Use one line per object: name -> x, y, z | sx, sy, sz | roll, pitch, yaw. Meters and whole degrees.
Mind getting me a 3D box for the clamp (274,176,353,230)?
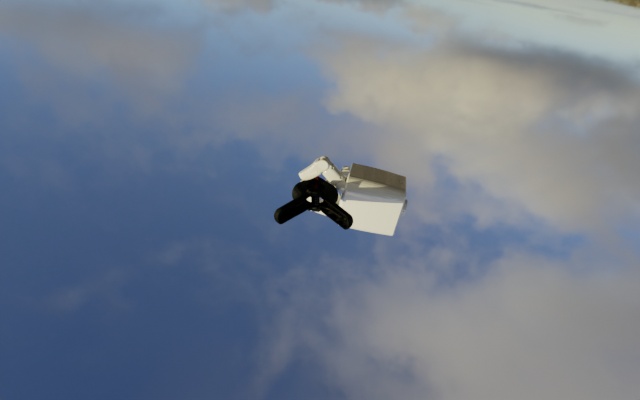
clamp -> 0.000, 0.003, 0.790 | 0.120, 0.039, 0.171 | 14, 27, 4
